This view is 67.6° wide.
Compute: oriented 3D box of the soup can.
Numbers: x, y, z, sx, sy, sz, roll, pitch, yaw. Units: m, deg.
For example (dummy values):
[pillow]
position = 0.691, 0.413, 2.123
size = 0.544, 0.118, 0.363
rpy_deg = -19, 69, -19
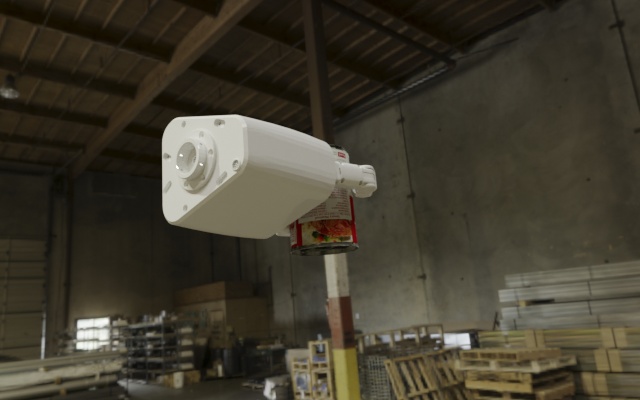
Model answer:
[soup can]
position = 0.000, 0.001, 0.488
size = 0.068, 0.102, 0.068
rpy_deg = -5, -13, -1
